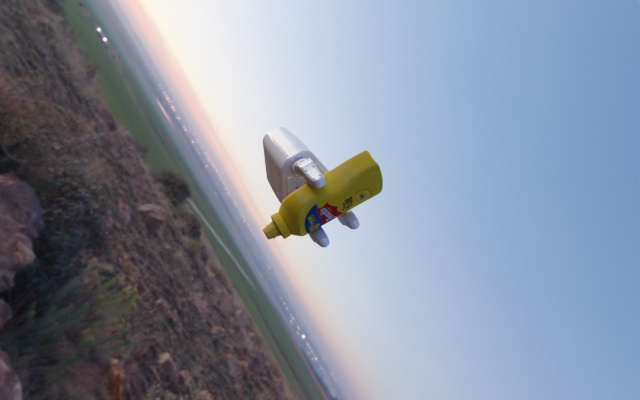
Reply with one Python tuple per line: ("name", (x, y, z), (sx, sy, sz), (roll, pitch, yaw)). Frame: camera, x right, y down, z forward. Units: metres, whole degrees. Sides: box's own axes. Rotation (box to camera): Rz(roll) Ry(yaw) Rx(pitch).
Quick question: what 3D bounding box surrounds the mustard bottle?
("mustard bottle", (0.001, 0.002, 0.715), (0.191, 0.058, 0.096), (-30, -24, -8))
